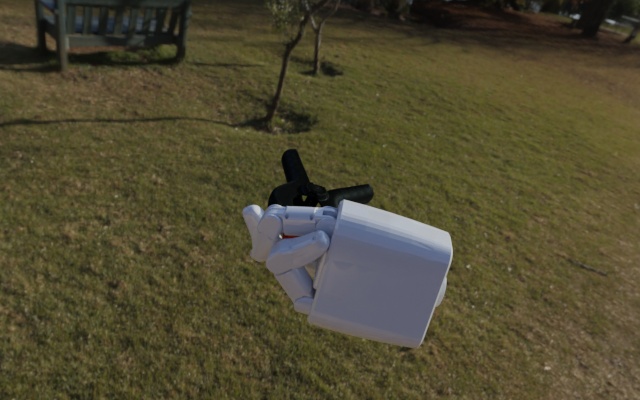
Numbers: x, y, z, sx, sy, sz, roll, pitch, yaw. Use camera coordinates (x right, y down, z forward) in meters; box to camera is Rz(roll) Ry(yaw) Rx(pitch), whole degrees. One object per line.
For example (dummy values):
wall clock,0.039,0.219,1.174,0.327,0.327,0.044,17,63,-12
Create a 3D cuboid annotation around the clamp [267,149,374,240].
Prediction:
clamp,0.000,0.001,0.525,0.120,0.039,0.171,16,33,-1
